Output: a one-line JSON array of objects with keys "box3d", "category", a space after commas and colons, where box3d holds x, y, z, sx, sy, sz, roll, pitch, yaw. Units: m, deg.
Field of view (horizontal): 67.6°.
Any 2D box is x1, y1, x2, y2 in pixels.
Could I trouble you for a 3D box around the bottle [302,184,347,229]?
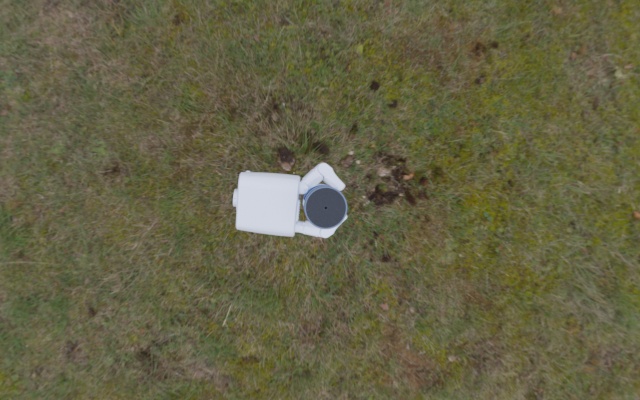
[{"box3d": [0.000, 0.003, 0.876, 0.069, 0.069, 0.295, 0, 3, -3], "category": "bottle"}]
